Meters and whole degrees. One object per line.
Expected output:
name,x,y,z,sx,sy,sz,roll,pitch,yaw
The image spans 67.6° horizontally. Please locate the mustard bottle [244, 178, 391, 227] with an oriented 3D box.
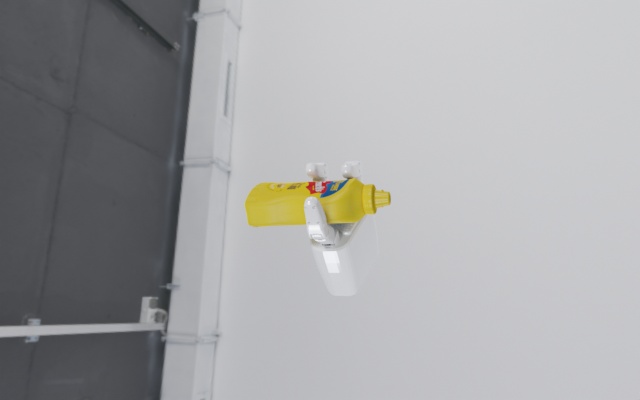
mustard bottle,0.000,0.002,0.655,0.191,0.058,0.096,-2,15,17
